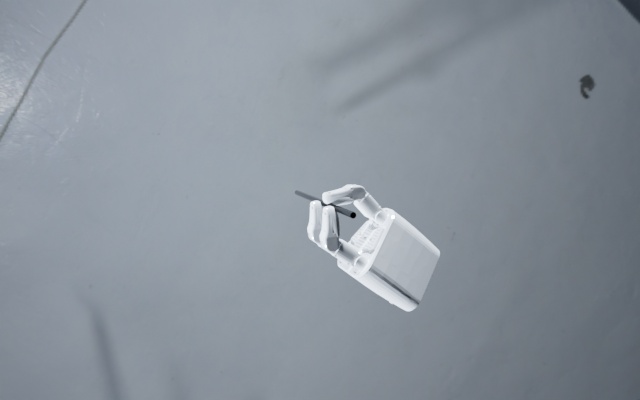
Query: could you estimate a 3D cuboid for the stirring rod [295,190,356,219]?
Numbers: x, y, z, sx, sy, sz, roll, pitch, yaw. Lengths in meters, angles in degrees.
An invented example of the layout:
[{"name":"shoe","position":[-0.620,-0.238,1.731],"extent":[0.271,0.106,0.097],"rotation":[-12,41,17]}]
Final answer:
[{"name":"stirring rod","position":[0.000,0.002,0.687],"extent":[0.011,0.011,0.239],"rotation":[0,7,-19]}]
